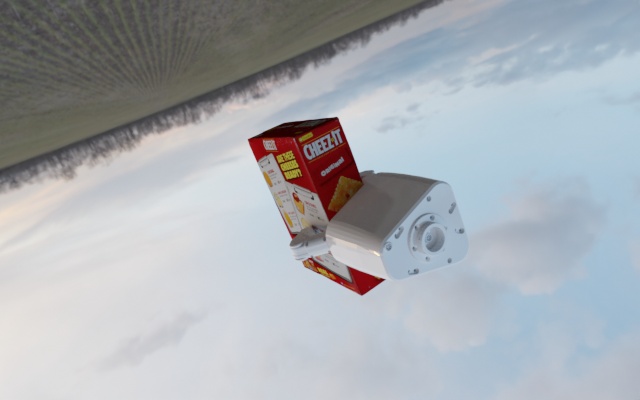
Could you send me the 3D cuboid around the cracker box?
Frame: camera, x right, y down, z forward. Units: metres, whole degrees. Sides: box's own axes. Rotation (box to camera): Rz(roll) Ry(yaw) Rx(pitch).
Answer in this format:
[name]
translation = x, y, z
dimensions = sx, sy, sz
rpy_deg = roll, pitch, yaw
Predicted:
[cracker box]
translation = 0.000, 0.002, 0.631
dimensions = 0.072, 0.214, 0.164
rpy_deg = -29, 18, -22
